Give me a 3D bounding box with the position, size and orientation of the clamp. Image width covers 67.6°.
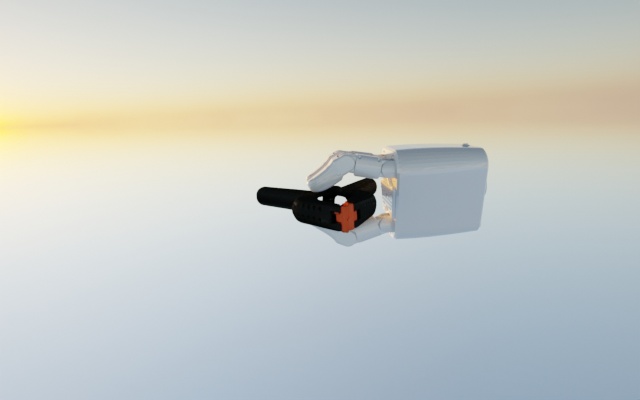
[{"bbox_3d":[0.000,0.003,0.565,0.164,0.036,0.210,-5,10,-2],"label":"clamp"}]
